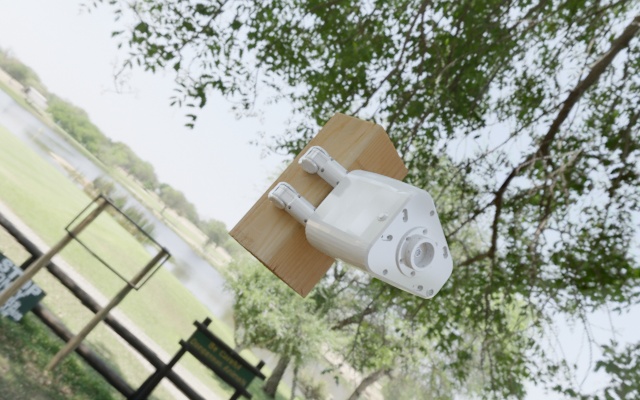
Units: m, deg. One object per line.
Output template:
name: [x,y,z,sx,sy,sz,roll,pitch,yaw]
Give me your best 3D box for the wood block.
wood block: [0.001,0.002,0.589,0.090,0.206,0.091,28,-17,48]
